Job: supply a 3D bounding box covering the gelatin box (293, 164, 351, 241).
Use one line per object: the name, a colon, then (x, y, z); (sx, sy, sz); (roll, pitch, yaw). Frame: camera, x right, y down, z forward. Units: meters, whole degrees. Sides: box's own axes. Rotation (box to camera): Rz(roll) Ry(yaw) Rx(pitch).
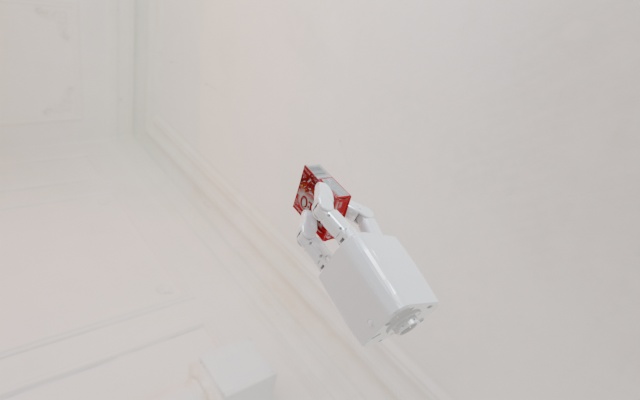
gelatin box: (0.000, 0.002, 0.672); (0.030, 0.073, 0.089); (-6, 38, -34)
